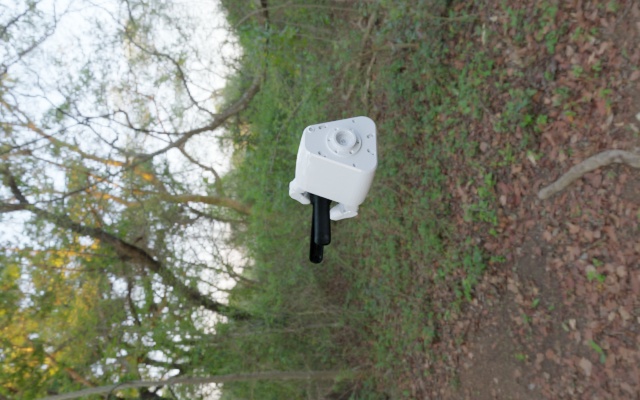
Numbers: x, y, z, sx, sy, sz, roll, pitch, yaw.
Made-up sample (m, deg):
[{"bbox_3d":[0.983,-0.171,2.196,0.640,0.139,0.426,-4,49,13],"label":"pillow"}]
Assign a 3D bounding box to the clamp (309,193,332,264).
[{"bbox_3d":[-0.001,0.002,0.823,0.036,0.210,0.165,4,-25,-5],"label":"clamp"}]
